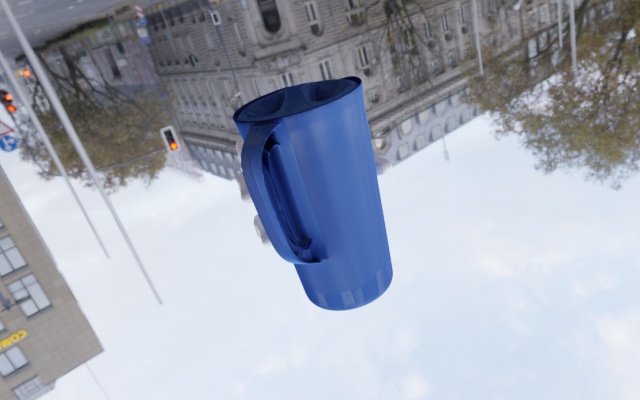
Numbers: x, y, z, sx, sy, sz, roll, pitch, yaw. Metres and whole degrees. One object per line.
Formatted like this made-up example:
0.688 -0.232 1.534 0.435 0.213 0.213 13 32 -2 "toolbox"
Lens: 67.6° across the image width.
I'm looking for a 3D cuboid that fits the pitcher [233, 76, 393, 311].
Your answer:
0.000 0.002 0.514 0.149 0.243 0.145 -22 25 -13 "pitcher"
